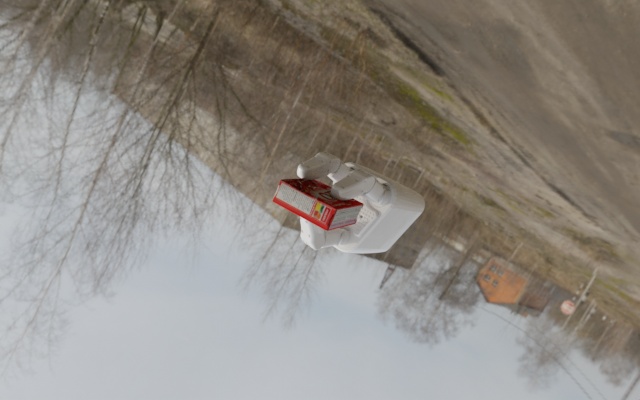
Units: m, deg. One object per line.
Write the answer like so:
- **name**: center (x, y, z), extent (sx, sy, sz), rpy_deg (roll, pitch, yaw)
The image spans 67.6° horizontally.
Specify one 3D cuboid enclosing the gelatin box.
- **gelatin box**: center (0.000, 0.002, 0.542), extent (0.073, 0.030, 0.089), rpy_deg (28, 14, 21)
